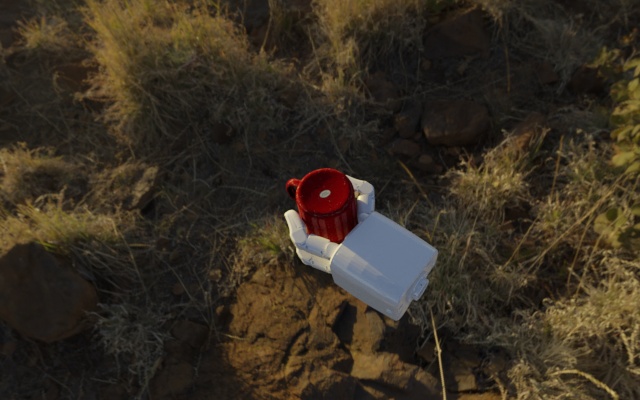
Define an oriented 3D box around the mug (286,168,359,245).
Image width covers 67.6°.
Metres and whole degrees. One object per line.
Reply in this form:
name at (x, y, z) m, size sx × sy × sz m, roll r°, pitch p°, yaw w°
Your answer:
mug at (-0.001, 0.001, 0.690) m, size 0.117 × 0.093 × 0.081 m, roll 30°, pitch -23°, yaw 22°
